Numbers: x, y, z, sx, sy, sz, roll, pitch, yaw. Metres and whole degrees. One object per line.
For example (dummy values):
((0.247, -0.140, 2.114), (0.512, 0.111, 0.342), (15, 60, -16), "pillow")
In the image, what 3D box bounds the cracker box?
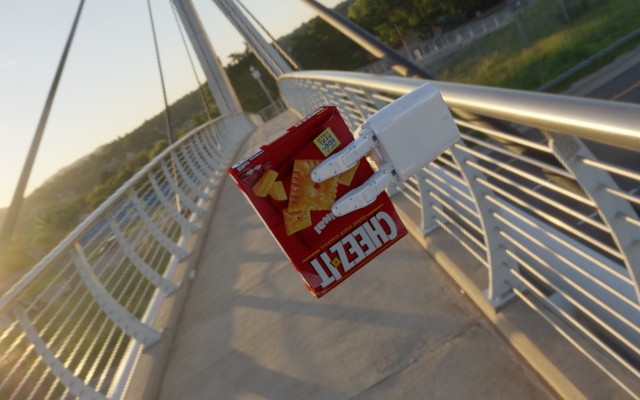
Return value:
((0.000, 0.002, 0.663), (0.164, 0.214, 0.072), (-35, 18, -8), "cracker box")
